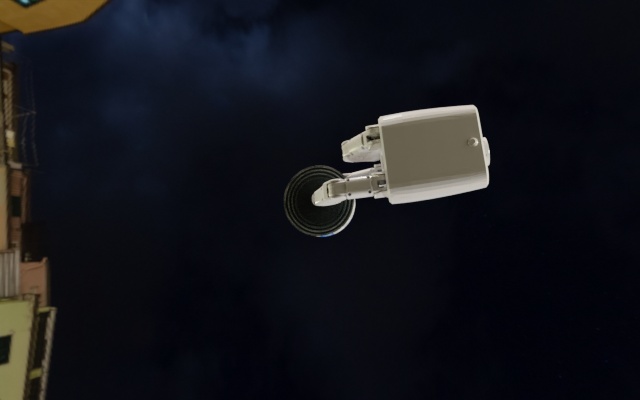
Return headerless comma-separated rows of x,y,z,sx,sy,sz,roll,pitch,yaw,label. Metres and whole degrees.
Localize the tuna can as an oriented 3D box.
0.000,0.002,0.590,0.086,0.086,0.034,0,-7,8,tuna can
